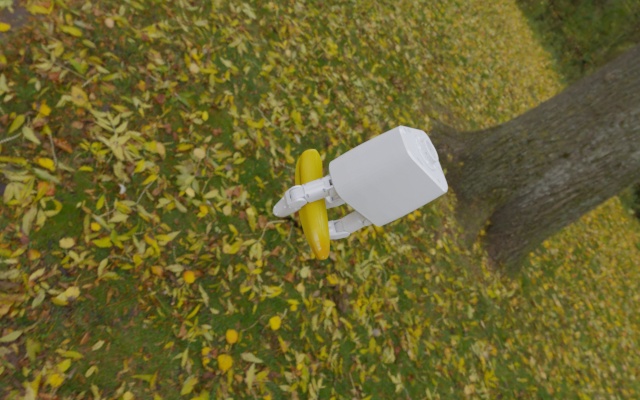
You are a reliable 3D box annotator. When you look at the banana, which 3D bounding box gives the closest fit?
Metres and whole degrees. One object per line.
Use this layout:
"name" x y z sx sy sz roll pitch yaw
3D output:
"banana" -0.009 -0.012 0.660 0.037 0.197 0.070 -22 -49 18
